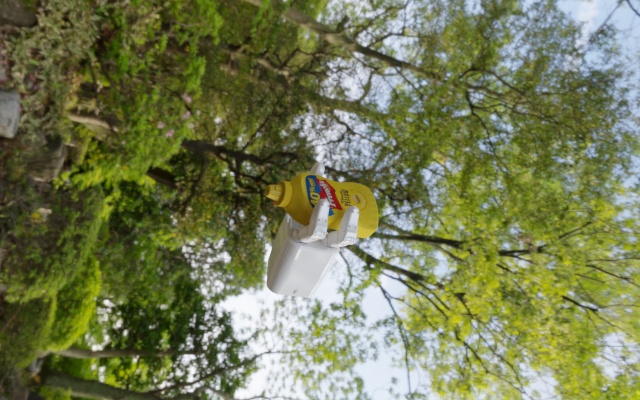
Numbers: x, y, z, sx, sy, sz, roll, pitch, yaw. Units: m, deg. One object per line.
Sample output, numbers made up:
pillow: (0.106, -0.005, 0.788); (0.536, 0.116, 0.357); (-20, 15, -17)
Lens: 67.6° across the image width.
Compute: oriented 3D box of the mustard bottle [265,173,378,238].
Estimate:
mustard bottle: (0.001, 0.002, 0.775); (0.191, 0.096, 0.058); (12, -38, -29)
